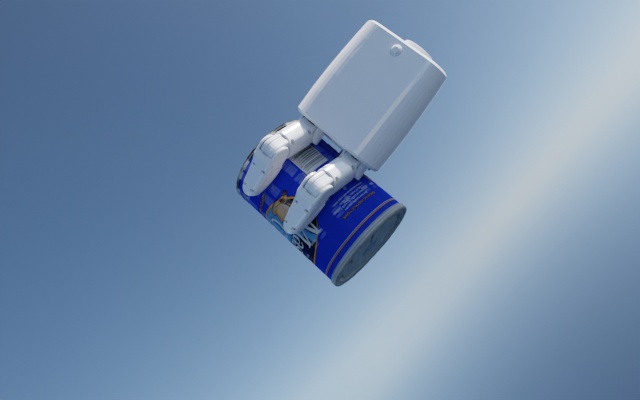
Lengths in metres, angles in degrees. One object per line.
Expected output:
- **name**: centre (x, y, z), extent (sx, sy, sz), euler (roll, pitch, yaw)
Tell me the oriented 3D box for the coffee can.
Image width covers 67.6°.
- **coffee can**: centre (0.000, 0.002, 0.482), extent (0.140, 0.103, 0.103), euler (41, 14, 17)
